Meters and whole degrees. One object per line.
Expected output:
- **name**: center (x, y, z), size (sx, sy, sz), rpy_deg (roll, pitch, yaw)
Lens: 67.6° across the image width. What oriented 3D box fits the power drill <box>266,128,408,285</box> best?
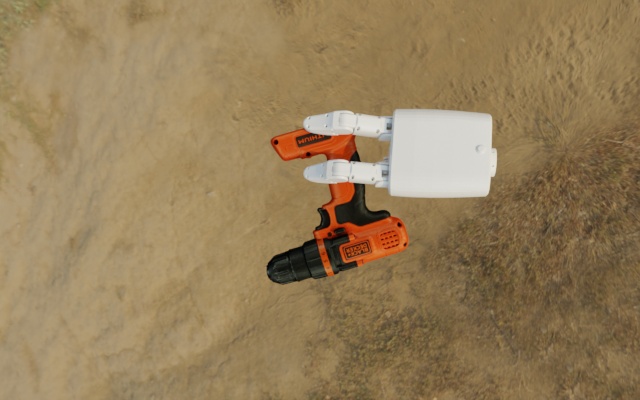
- **power drill**: center (0.000, 0.001, 0.598), size (0.184, 0.187, 0.057), rpy_deg (-17, 7, 1)
